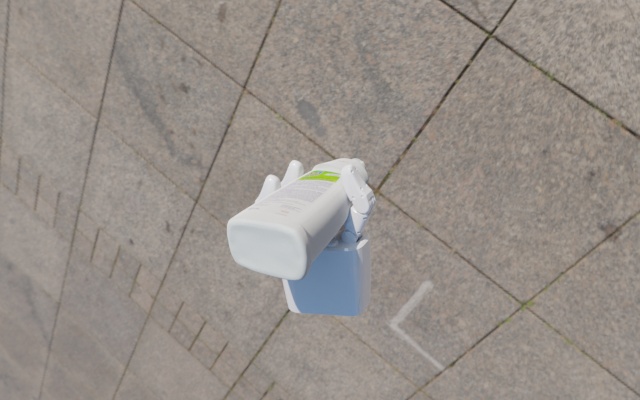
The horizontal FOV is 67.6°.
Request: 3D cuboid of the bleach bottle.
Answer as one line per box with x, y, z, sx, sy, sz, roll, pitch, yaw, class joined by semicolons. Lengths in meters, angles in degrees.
0.000;0.002;0.589;0.102;0.068;0.250;9;27;28;bleach bottle
